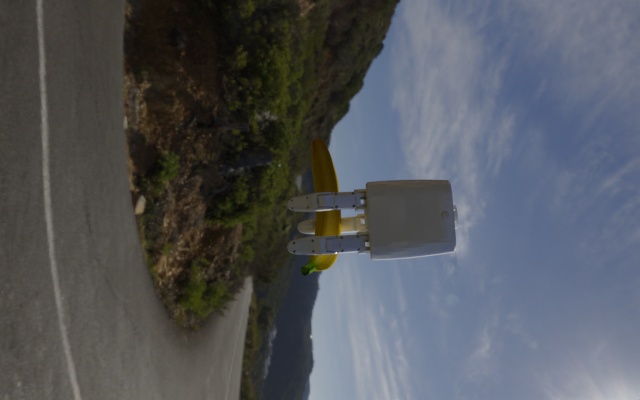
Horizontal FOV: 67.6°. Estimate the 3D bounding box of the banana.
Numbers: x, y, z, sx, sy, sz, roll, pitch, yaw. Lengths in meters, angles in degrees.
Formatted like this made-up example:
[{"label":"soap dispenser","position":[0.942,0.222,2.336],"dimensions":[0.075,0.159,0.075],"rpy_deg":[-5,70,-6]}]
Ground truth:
[{"label":"banana","position":[0.006,0.013,0.651],"dimensions":[0.037,0.197,0.070],"rpy_deg":[-6,-26,17]}]
